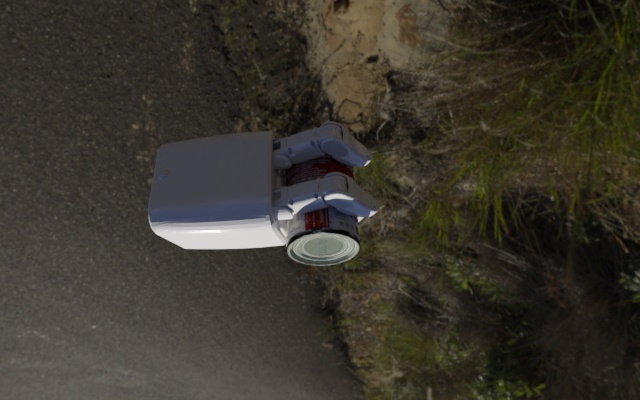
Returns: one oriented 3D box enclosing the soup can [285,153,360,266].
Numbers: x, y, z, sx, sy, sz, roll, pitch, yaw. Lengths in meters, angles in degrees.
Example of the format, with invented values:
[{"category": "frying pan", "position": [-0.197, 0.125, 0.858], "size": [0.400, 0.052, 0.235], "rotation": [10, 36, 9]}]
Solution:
[{"category": "soup can", "position": [0.001, 0.002, 0.450], "size": [0.068, 0.102, 0.068], "rotation": [-2, -32, -1]}]
